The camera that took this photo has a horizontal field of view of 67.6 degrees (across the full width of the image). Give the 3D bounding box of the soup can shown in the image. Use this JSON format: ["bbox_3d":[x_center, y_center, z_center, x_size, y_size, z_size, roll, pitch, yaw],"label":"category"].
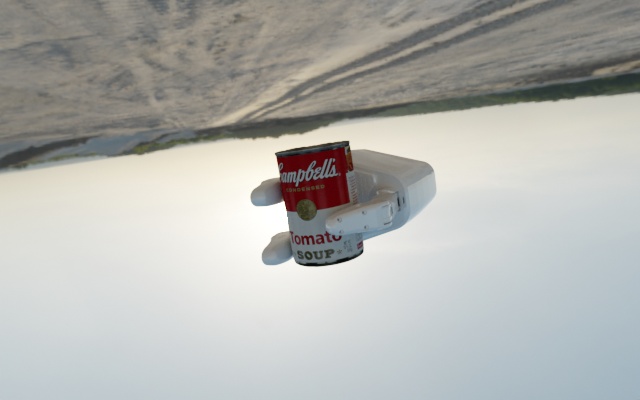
[{"bbox_3d":[0.000,0.002,0.432,0.068,0.102,0.068,-9,9,1],"label":"soup can"}]
